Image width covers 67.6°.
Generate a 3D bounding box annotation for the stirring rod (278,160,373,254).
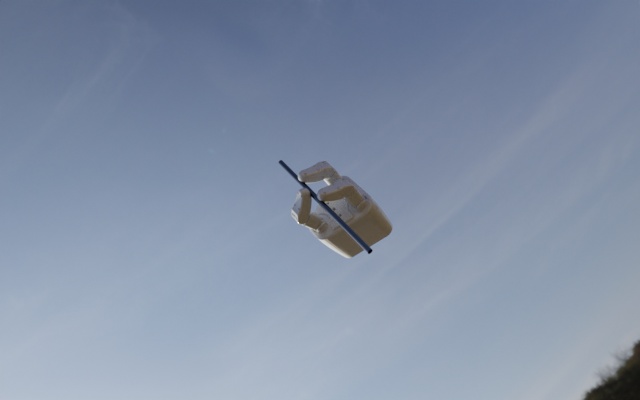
[{"bbox_3d":[0.000,0.002,0.708,0.011,0.011,0.239,0,33,-41],"label":"stirring rod"}]
